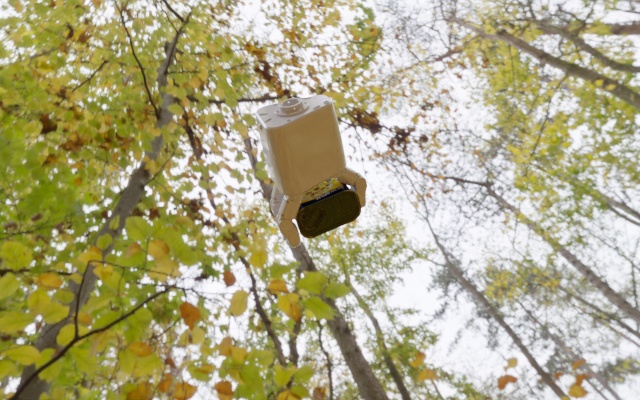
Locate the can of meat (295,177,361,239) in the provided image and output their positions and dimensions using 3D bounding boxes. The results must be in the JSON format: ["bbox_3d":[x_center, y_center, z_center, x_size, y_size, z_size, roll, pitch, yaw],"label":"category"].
[{"bbox_3d":[0.000,0.002,0.749,0.102,0.057,0.084,-22,34,-9],"label":"can of meat"}]
